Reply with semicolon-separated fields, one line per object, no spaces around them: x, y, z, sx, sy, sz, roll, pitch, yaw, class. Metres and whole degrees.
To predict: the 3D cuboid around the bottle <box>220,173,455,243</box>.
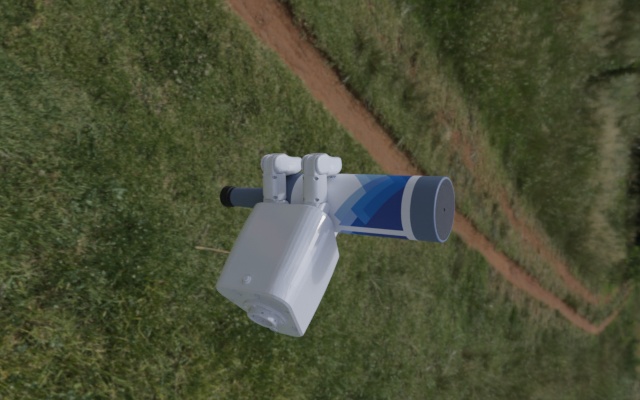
0.000;0.002;0.555;0.295;0.069;0.069;3;2;32;bottle
